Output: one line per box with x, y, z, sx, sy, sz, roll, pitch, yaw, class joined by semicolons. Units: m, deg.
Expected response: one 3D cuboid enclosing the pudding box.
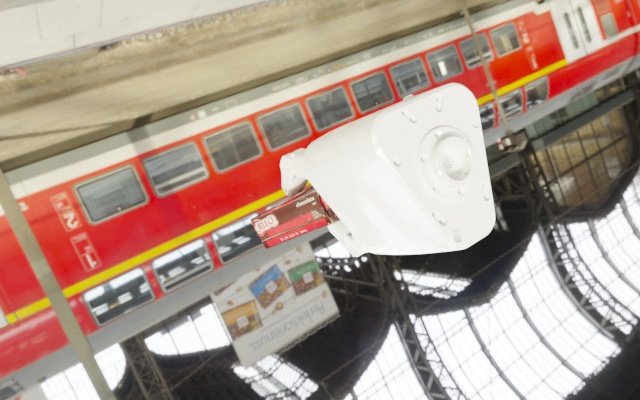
0.000;0.002;0.471;0.090;0.039;0.113;-22;3;37;pudding box
